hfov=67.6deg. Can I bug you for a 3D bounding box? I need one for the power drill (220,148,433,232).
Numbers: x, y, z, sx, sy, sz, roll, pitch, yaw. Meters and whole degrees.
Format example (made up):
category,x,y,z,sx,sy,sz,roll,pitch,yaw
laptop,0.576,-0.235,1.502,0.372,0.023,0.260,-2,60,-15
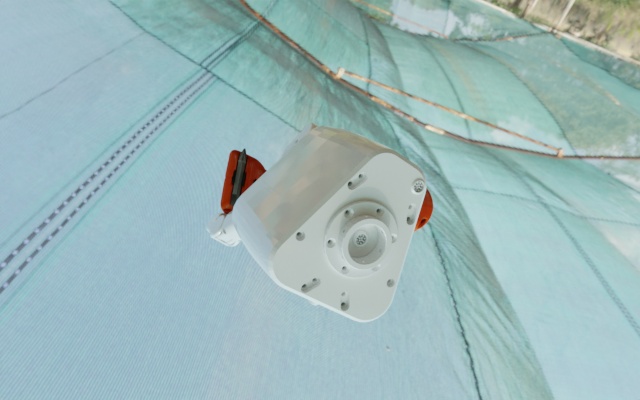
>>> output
category,x,y,z,sx,sy,sz,roll,pitch,yaw
power drill,0.000,0.002,0.479,0.187,0.057,0.184,8,-10,-6
